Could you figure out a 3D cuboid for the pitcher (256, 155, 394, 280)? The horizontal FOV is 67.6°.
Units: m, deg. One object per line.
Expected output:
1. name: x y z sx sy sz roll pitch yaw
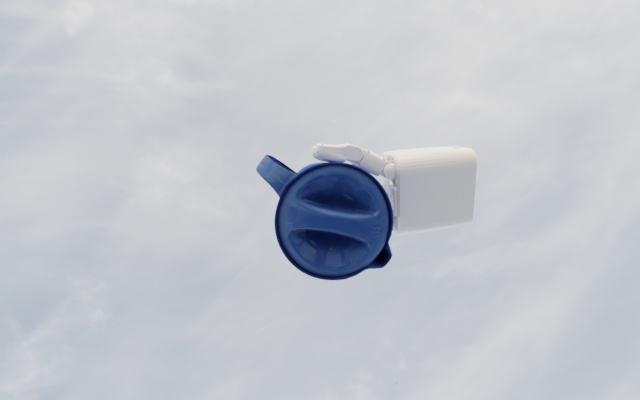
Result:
1. pitcher: 0.000 0.002 0.639 0.145 0.149 0.243 -9 8 -3
